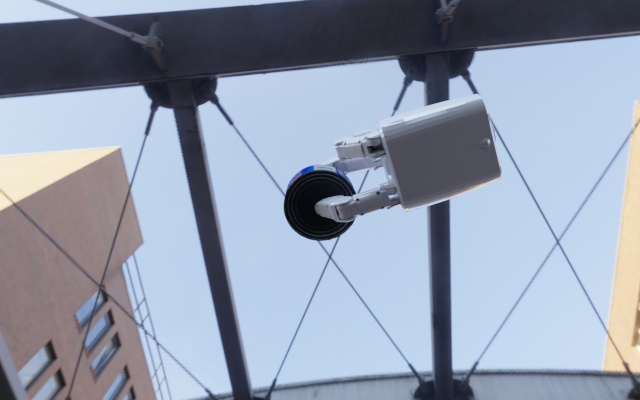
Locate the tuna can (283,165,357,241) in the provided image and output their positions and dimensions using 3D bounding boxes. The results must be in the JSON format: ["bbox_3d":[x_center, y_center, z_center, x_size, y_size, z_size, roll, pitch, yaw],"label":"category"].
[{"bbox_3d":[0.000,0.002,0.559,0.086,0.086,0.033,0,18,-2],"label":"tuna can"}]
